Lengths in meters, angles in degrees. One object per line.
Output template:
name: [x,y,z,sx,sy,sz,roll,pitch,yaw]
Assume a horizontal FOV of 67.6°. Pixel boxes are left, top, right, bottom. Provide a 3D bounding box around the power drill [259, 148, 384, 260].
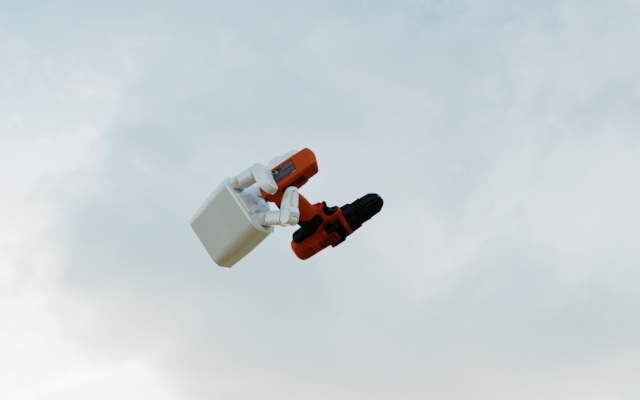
power drill: [0.000,0.002,0.805,0.184,0.188,0.057,-34,38,3]
